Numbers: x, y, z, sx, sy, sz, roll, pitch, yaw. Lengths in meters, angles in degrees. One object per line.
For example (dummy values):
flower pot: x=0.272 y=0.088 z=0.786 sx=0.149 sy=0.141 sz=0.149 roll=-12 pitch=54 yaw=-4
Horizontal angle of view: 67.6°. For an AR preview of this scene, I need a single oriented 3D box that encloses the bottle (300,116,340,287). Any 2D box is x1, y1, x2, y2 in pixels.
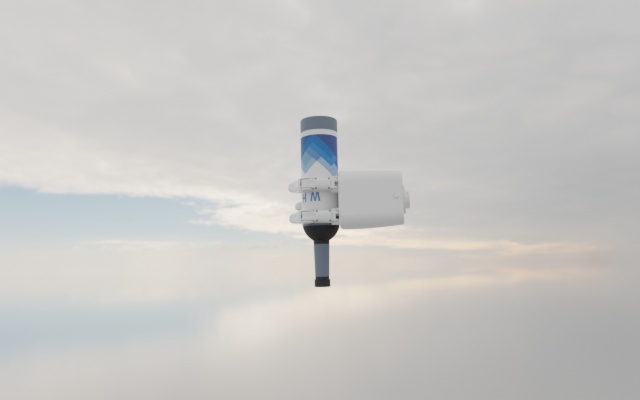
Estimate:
bottle: x=0.000 y=0.003 z=0.840 sx=0.069 sy=0.295 sz=0.069 roll=-1 pitch=-8 yaw=0
